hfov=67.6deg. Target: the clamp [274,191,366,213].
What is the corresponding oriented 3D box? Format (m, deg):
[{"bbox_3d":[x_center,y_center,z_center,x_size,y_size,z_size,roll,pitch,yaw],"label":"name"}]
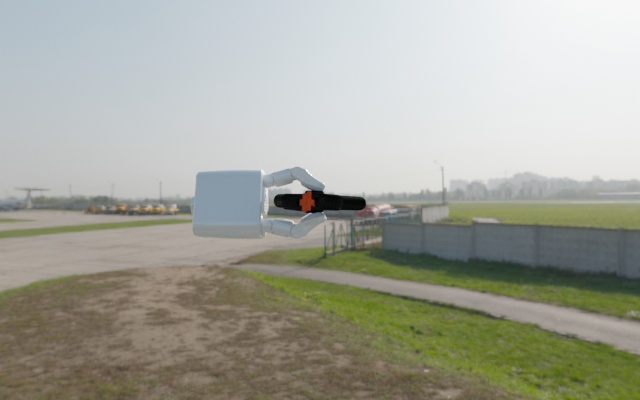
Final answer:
[{"bbox_3d":[0.000,0.002,0.768,0.164,0.036,0.210,1,0,-1],"label":"clamp"}]
